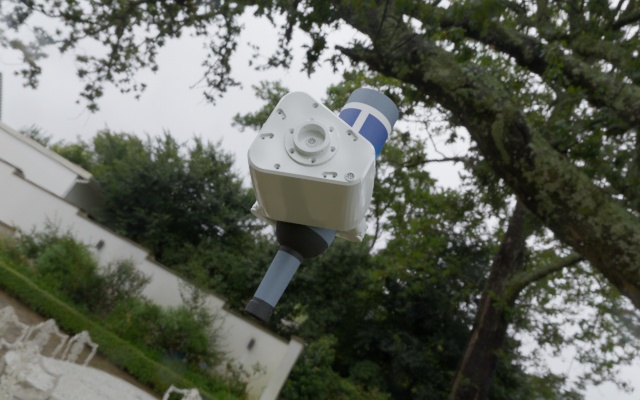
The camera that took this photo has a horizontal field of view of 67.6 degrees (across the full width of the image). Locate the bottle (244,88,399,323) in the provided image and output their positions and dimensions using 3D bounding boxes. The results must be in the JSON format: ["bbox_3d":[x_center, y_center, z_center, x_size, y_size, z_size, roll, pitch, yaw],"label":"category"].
[{"bbox_3d":[0.000,0.002,0.548,0.069,0.295,0.069,26,-21,10],"label":"bottle"}]
